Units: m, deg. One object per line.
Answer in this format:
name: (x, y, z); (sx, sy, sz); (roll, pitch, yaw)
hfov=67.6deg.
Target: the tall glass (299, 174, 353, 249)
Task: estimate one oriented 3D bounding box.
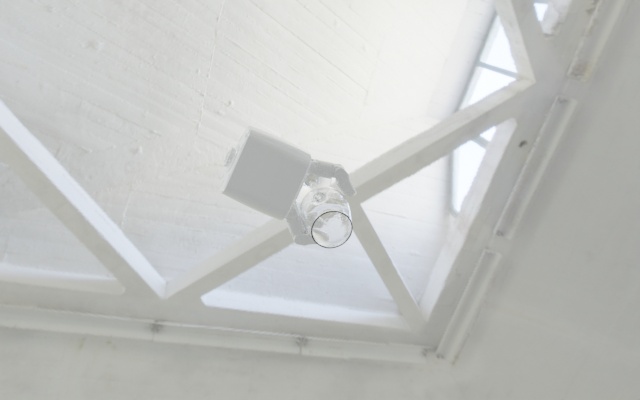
tall glass: (0.000, 0.002, 0.779); (0.079, 0.079, 0.201); (0, 24, -11)
